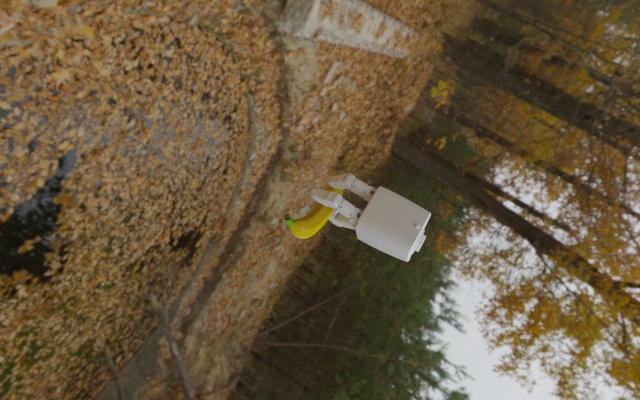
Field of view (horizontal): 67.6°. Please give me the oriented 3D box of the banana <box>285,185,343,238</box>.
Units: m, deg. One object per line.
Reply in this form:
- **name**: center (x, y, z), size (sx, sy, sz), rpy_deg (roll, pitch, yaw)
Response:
- **banana**: center (-0.005, 0.020, 0.894), size (0.037, 0.070, 0.197), rpy_deg (24, 36, 19)
